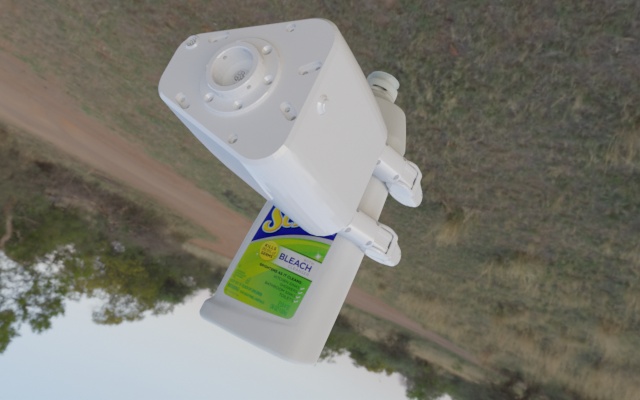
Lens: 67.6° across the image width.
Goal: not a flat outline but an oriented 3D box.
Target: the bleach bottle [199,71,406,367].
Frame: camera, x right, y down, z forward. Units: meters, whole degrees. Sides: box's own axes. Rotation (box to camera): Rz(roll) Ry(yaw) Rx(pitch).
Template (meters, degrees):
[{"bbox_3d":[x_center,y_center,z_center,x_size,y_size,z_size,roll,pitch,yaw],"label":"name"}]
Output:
[{"bbox_3d":[0.000,0.001,0.405,0.102,0.250,0.068,18,-14,26],"label":"bleach bottle"}]
